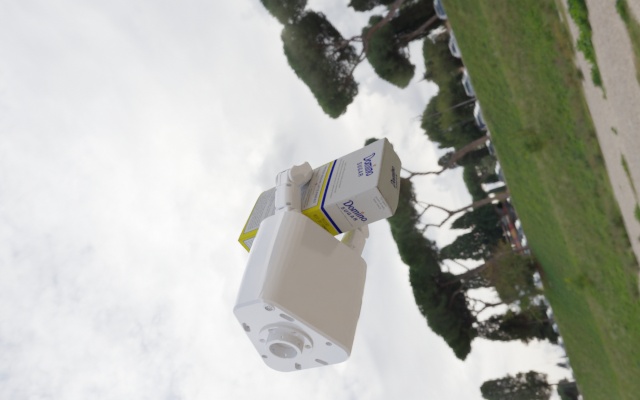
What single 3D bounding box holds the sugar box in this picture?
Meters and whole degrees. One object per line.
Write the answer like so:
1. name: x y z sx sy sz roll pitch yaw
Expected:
1. sugar box: 0.000 0.002 0.522 0.176 0.048 0.093 -19 32 28
